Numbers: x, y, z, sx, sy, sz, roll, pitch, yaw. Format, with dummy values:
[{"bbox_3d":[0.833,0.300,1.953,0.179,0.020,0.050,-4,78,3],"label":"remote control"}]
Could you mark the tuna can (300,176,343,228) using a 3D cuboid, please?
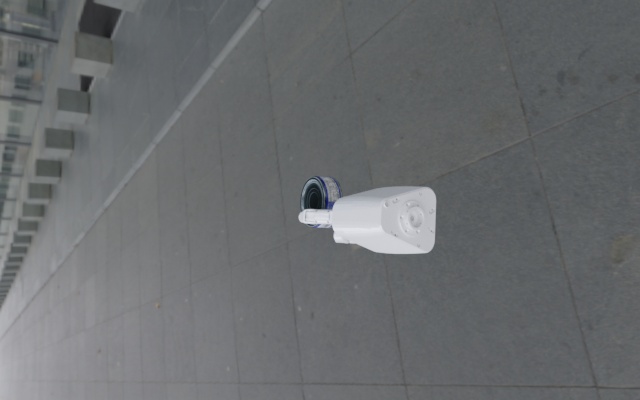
[{"bbox_3d":[0.000,0.003,0.785,0.034,0.086,0.086,2,-1,-30],"label":"tuna can"}]
